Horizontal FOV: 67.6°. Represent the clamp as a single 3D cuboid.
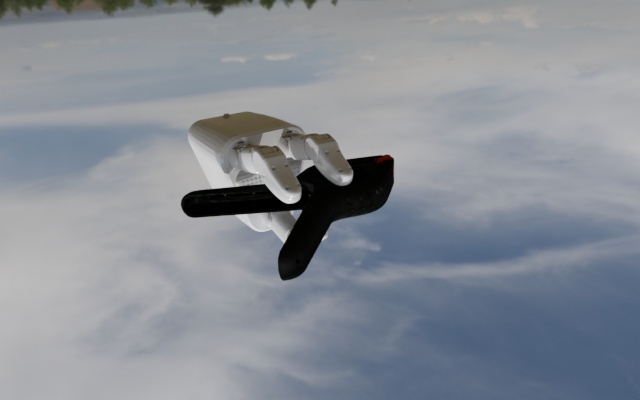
[{"bbox_3d":[0.000,0.002,0.435,0.210,0.036,0.164,-18,30,-29],"label":"clamp"}]
